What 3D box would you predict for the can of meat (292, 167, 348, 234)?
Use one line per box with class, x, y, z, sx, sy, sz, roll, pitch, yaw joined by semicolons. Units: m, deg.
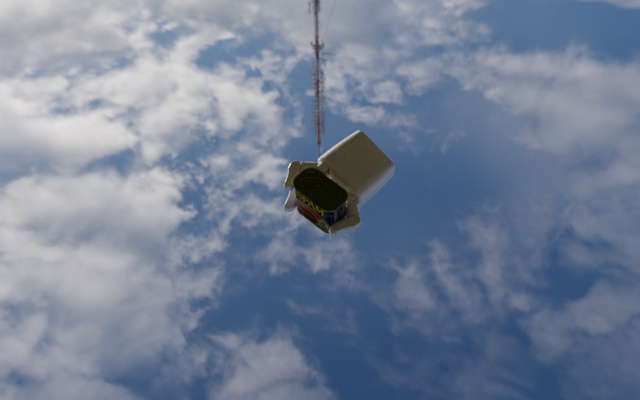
can of meat;0.000;0.003;0.863;0.102;0.057;0.084;37;-26;24
